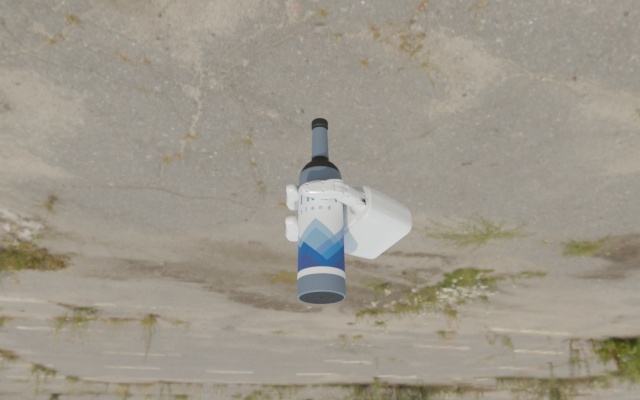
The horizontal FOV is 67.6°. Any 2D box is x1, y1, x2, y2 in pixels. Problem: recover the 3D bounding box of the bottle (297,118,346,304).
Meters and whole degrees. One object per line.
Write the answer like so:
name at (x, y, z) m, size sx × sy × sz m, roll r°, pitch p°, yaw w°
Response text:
bottle at (0.000, 0.003, 0.718) m, size 0.069 × 0.295 × 0.069 m, roll 0°, pitch -27°, yaw 0°
